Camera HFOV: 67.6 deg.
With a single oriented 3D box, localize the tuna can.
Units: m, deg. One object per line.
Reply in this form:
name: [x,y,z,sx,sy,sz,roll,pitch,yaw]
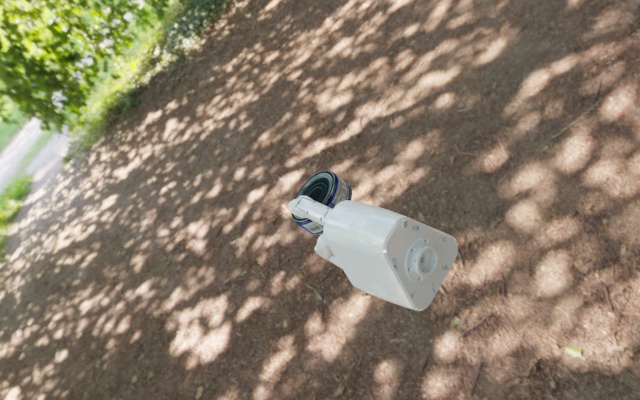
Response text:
tuna can: [0.000,0.002,0.647,0.034,0.086,0.086,37,-21,-29]
